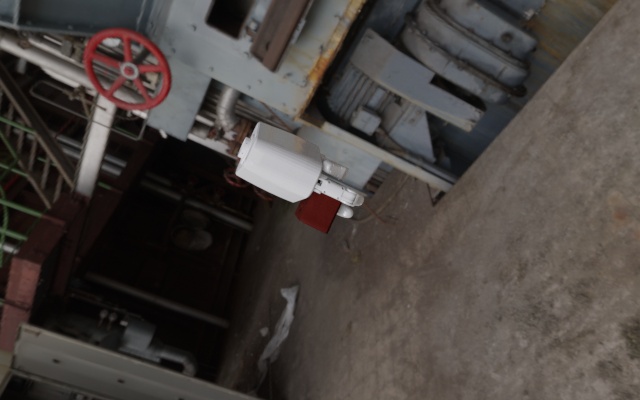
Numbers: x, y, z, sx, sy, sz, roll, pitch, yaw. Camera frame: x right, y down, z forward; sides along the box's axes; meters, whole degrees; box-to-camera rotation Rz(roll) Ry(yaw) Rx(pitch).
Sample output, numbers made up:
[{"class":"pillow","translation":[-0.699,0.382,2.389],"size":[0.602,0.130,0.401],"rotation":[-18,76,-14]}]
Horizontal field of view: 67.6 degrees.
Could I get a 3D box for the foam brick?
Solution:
[{"class":"foam brick","translation":[0.000,0.003,0.747],"size":[0.051,0.078,0.053],"rotation":[24,5,-15]}]
